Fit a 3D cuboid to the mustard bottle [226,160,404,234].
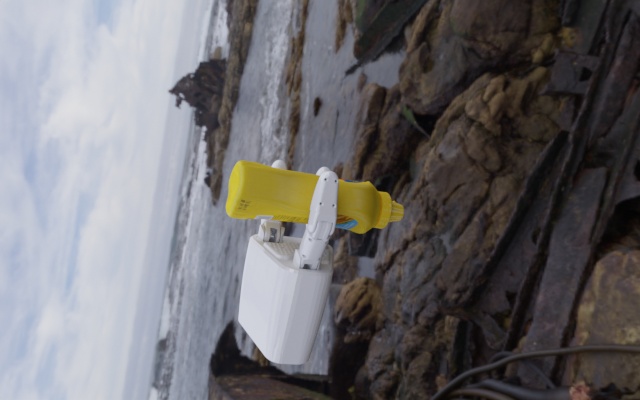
[{"bbox_3d":[0.000,0.001,0.512,0.191,0.058,0.096,9,-12,-16],"label":"mustard bottle"}]
